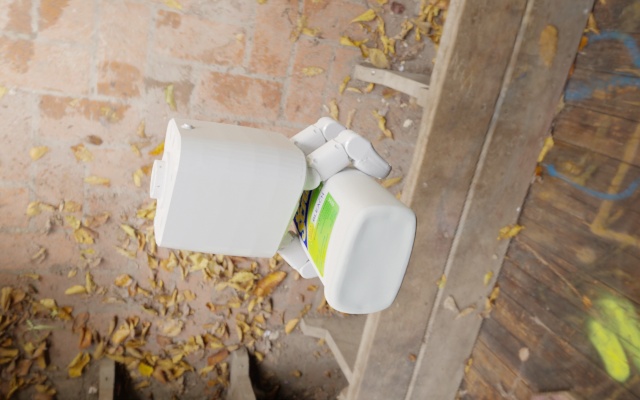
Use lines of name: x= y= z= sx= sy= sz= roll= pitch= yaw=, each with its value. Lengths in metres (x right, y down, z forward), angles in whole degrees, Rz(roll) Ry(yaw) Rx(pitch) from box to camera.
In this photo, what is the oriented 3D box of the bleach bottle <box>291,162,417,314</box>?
bleach bottle: x=0.000 y=0.002 z=0.483 sx=0.068 sy=0.102 sz=0.250 roll=6 pitch=20 yaw=-25
